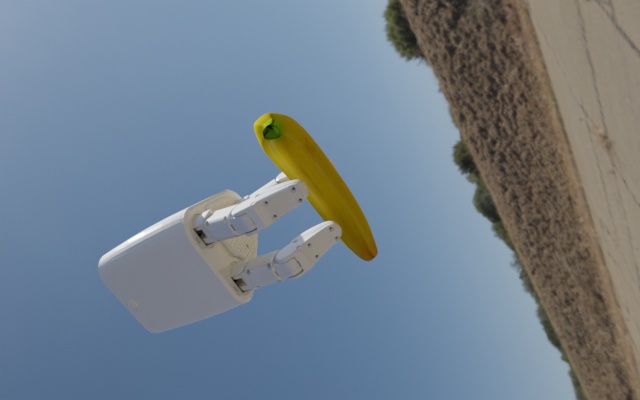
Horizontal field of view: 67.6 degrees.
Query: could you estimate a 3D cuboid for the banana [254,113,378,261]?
[{"bbox_3d":[-0.005,-0.014,0.412,0.037,0.069,0.198,-26,-42,15],"label":"banana"}]
